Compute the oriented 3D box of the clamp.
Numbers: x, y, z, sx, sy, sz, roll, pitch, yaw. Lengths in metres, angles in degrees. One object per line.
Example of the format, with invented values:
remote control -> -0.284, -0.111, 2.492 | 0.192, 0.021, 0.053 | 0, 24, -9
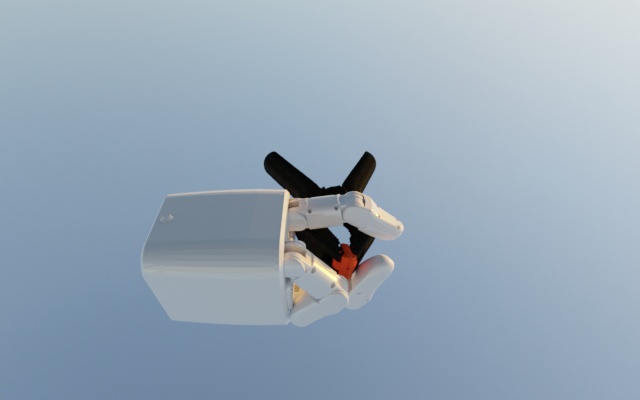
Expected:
clamp -> 0.000, 0.002, 0.462 | 0.120, 0.039, 0.171 | 0, 37, 0
